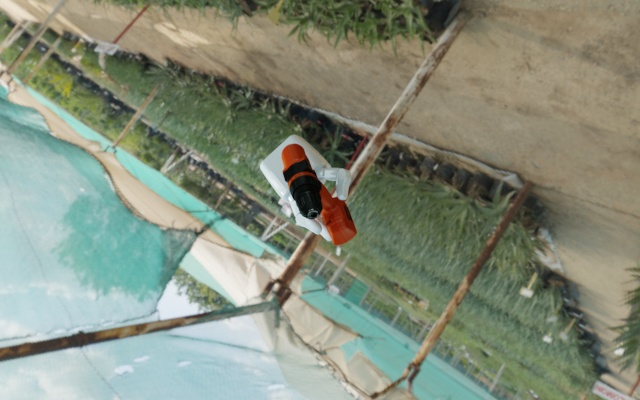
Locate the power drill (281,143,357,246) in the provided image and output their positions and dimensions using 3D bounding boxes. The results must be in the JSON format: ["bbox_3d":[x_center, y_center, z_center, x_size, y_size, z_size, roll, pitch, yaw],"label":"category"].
[{"bbox_3d":[0.000,0.003,0.878,0.057,0.184,0.188,-28,-47,10],"label":"power drill"}]
